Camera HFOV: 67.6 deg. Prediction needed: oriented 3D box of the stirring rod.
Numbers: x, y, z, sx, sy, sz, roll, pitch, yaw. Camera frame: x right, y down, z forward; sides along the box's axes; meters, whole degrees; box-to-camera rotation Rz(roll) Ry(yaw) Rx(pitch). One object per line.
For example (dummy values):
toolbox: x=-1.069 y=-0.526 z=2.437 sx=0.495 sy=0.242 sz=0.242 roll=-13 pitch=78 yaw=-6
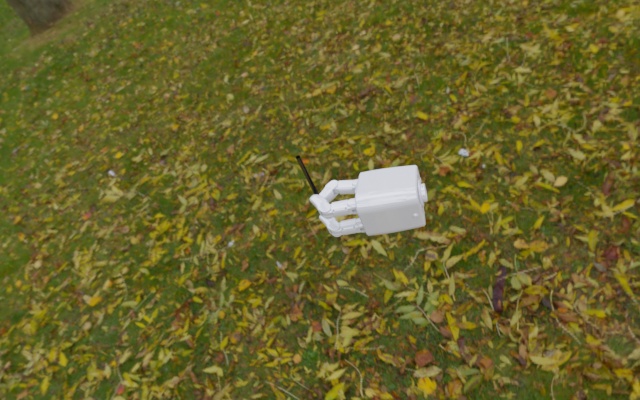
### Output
stirring rod: x=0.000 y=0.003 z=0.885 sx=0.011 sy=0.011 sz=0.240 roll=0 pitch=-39 yaw=24
